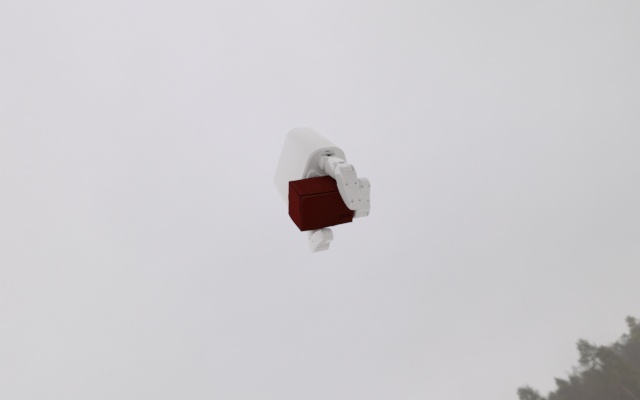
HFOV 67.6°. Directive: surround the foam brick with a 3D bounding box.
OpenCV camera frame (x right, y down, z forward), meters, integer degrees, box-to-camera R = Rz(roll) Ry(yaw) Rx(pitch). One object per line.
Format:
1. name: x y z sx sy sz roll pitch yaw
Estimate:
1. foam brick: 0.000 0.002 0.633 0.078 0.053 0.051 -9 29 -22
